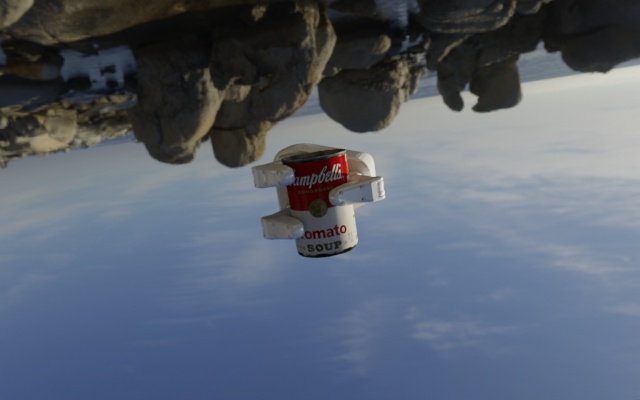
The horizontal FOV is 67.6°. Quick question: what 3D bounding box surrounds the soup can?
[{"bbox_3d":[0.000,0.002,0.501,0.068,0.102,0.068,-8,10,2],"label":"soup can"}]
